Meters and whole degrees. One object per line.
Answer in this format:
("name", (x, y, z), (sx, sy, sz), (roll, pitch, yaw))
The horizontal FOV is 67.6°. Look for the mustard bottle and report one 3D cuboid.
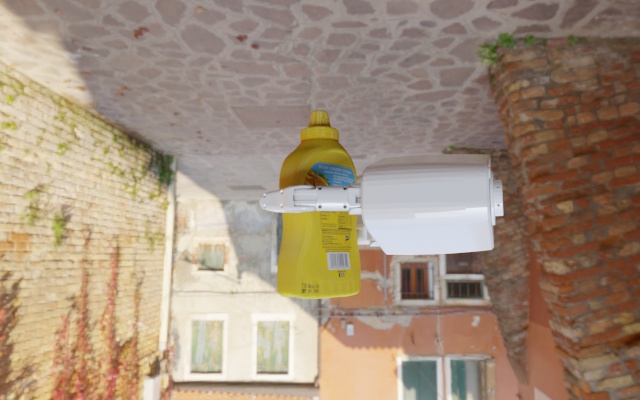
("mustard bottle", (0.000, 0.002, 0.493), (0.096, 0.191, 0.058), (6, -9, -45))
